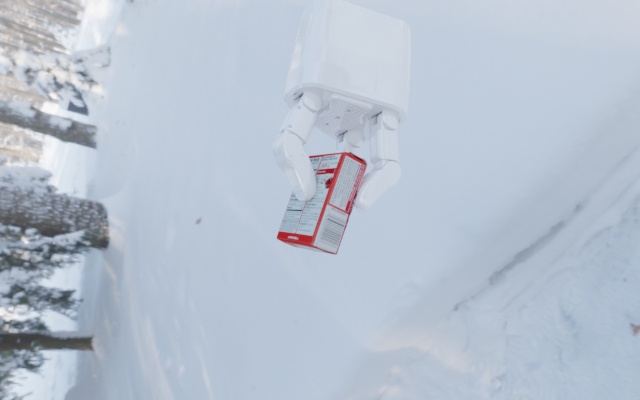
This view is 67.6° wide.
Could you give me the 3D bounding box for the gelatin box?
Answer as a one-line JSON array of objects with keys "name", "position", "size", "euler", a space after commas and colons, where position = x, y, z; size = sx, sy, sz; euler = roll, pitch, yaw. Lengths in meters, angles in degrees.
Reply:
[{"name": "gelatin box", "position": [0.000, 0.002, 0.438], "size": [0.030, 0.089, 0.073], "euler": [25, -12, -28]}]
